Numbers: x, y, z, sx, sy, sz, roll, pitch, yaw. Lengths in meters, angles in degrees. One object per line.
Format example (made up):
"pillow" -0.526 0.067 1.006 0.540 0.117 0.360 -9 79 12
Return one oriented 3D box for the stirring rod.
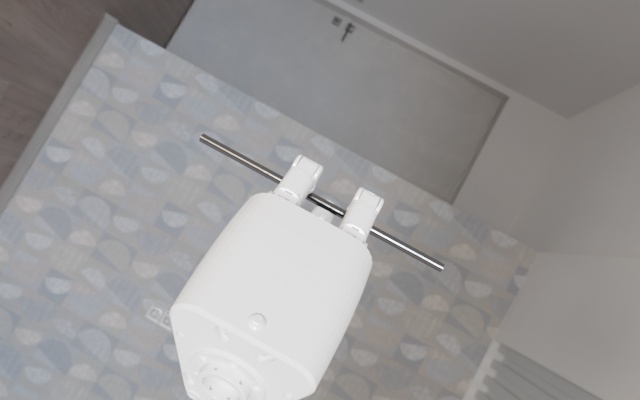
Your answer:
"stirring rod" 0.000 0.001 0.420 0.239 0.011 0.011 29 1 2
